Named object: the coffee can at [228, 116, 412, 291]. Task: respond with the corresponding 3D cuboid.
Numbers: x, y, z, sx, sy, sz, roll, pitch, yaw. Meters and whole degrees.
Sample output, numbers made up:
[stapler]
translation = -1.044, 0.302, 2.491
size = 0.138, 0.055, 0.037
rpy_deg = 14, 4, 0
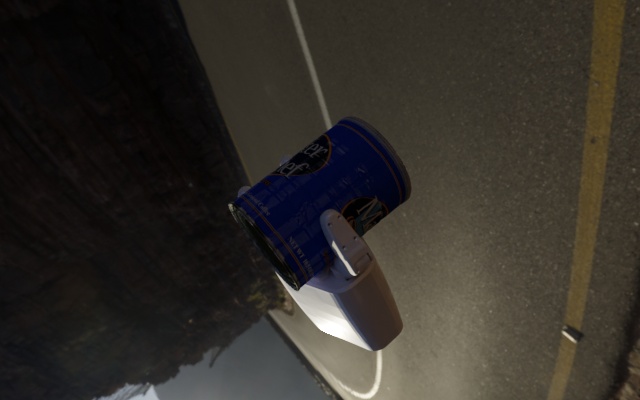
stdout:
[coffee can]
translation = 0.000, 0.001, 0.453
size = 0.140, 0.103, 0.103
rpy_deg = -38, 11, -15
